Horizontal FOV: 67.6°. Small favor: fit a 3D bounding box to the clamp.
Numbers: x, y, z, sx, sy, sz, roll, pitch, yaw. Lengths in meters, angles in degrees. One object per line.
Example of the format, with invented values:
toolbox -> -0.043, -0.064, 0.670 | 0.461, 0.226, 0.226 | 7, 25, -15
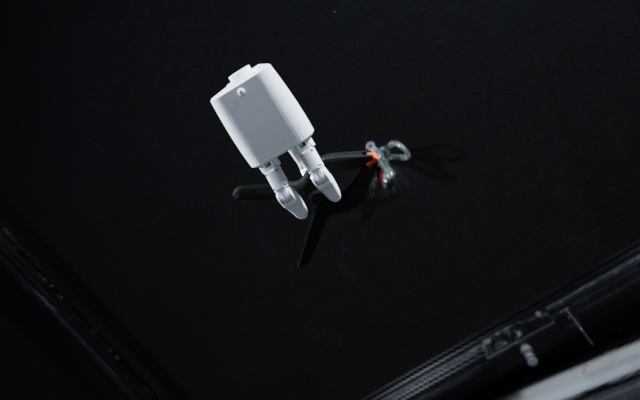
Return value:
clamp -> 0.000, 0.001, 0.701 | 0.210, 0.165, 0.036 | -28, 24, 12
